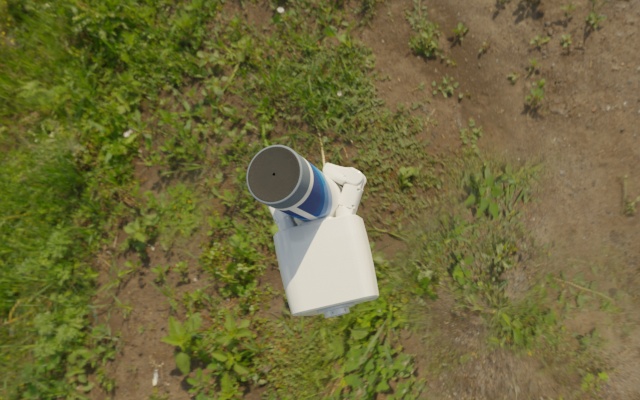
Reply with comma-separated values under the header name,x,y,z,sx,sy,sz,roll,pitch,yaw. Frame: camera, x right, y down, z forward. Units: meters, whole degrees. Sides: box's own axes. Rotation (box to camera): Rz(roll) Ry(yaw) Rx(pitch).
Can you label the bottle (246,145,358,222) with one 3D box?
name,x,y,z,sx,sy,sz,roll,pitch,yaw
bottle,0.000,0.002,0.645,0.069,0.069,0.296,0,-12,20
